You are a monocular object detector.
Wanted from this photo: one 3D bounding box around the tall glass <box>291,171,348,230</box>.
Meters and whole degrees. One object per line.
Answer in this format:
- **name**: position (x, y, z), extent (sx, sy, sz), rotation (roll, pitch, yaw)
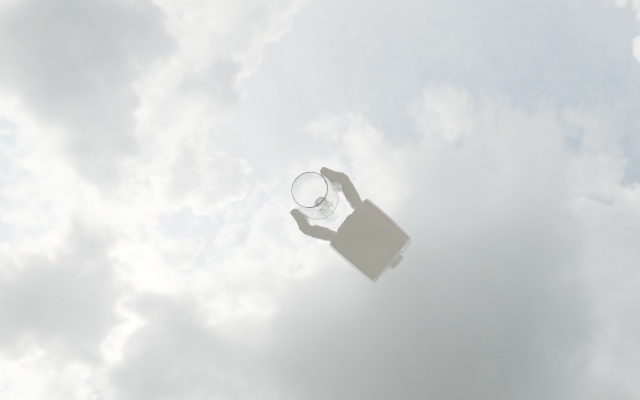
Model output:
- **tall glass**: position (0.000, 0.003, 0.874), extent (0.079, 0.079, 0.201), rotation (0, -12, 11)
